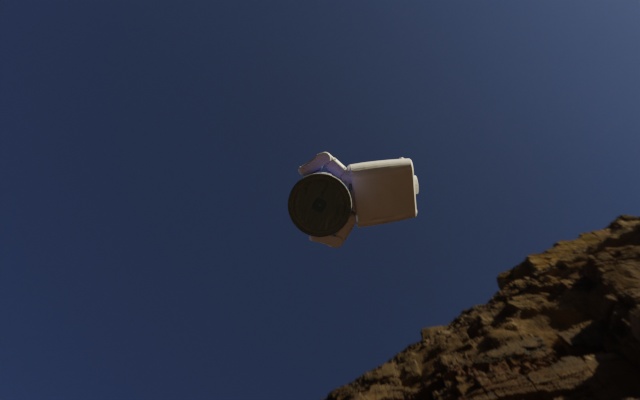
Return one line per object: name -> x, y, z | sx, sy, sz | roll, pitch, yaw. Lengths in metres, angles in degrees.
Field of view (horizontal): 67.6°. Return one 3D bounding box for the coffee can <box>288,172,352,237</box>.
coffee can -> 0.000, 0.003, 0.830 | 0.103, 0.103, 0.140 | 0, 4, 1
